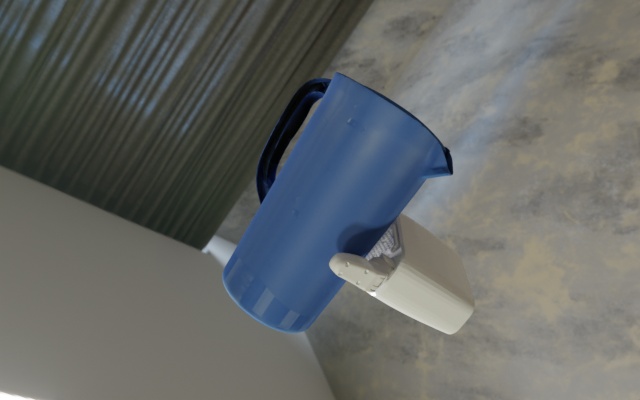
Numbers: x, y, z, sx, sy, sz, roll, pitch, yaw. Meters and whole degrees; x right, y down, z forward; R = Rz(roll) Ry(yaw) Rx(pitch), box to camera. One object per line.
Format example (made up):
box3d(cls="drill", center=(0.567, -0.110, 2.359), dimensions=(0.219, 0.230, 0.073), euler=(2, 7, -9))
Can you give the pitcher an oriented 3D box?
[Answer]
box3d(cls="pitcher", center=(0.000, 0.002, 0.482), dimensions=(0.145, 0.243, 0.149), euler=(31, 10, -17))
